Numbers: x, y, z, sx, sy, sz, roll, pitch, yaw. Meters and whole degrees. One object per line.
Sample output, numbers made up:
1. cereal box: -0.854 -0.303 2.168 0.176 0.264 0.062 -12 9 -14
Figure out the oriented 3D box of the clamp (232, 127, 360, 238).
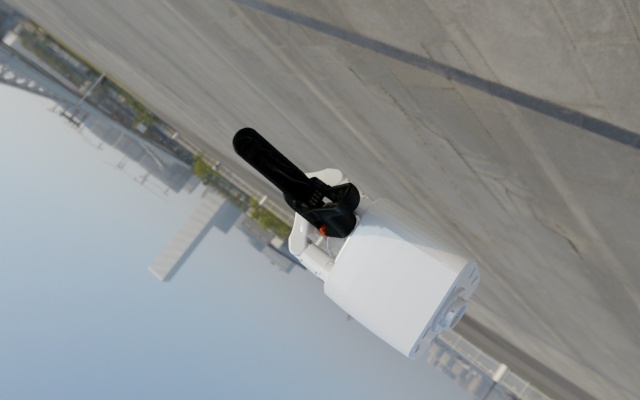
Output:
1. clamp: 0.000 0.002 0.435 0.120 0.039 0.171 35 -6 31
